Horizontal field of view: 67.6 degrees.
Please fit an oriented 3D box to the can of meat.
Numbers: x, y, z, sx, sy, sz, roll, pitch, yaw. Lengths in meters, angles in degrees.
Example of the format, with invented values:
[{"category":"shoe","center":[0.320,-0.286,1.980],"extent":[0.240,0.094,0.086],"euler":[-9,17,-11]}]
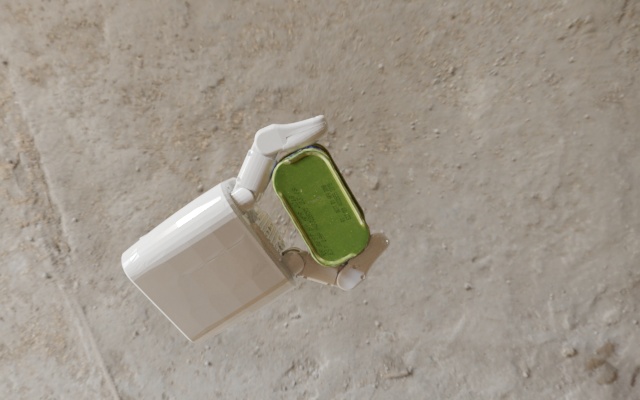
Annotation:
[{"category":"can of meat","center":[0.000,0.001,0.418],"extent":[0.057,0.102,0.084],"euler":[-30,7,3]}]
